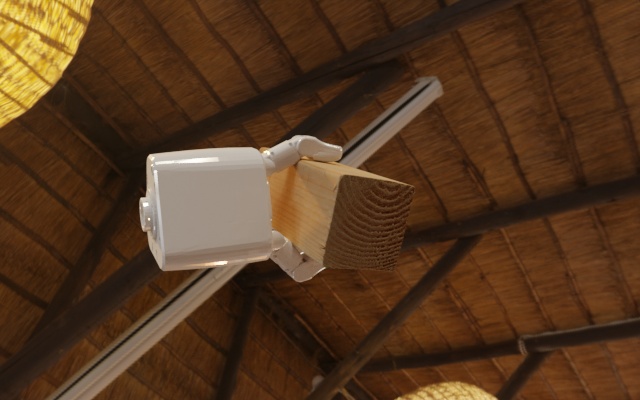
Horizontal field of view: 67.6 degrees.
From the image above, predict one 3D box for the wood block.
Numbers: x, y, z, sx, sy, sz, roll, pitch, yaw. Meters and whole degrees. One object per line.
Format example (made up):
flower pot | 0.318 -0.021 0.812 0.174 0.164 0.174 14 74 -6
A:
wood block | 0.000 0.001 0.540 0.090 0.091 0.206 8 9 -30
